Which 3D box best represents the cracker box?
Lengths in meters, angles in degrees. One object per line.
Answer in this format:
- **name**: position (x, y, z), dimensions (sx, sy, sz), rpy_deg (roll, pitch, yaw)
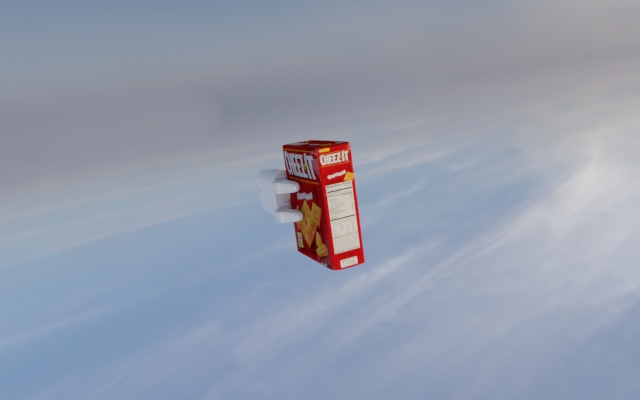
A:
- **cracker box**: position (0.000, 0.003, 0.861), dimensions (0.072, 0.214, 0.164), rpy_deg (-14, 13, -23)
